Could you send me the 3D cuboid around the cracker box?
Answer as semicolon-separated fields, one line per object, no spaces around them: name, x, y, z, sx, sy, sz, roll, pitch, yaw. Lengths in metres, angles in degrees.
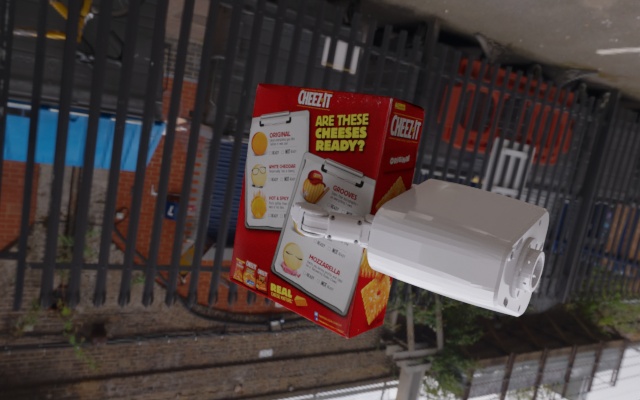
cracker box;0.000;0.002;0.476;0.164;0.214;0.072;16;10;37
